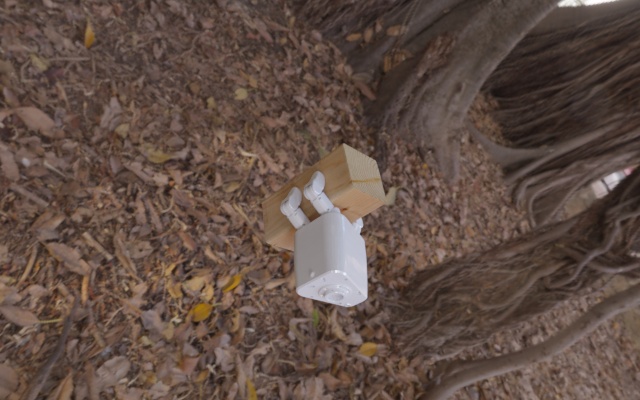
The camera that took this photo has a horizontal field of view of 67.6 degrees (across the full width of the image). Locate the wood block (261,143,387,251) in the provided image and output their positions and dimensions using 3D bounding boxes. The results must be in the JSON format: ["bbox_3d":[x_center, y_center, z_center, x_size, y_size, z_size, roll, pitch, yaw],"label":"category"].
[{"bbox_3d":[0.000,0.003,0.831,0.206,0.090,0.091,-33,-38,32],"label":"wood block"}]
